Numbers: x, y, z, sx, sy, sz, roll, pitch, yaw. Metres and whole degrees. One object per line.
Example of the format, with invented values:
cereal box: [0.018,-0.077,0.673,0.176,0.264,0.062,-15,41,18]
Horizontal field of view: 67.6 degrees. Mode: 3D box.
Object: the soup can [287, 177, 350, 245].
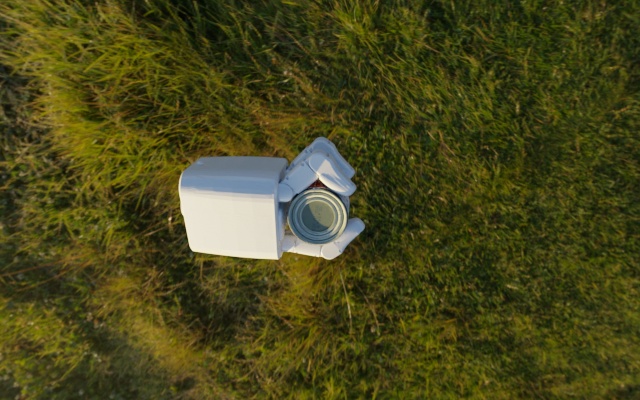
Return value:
soup can: [0.001,0.002,0.555,0.068,0.068,0.102,0,19,4]
